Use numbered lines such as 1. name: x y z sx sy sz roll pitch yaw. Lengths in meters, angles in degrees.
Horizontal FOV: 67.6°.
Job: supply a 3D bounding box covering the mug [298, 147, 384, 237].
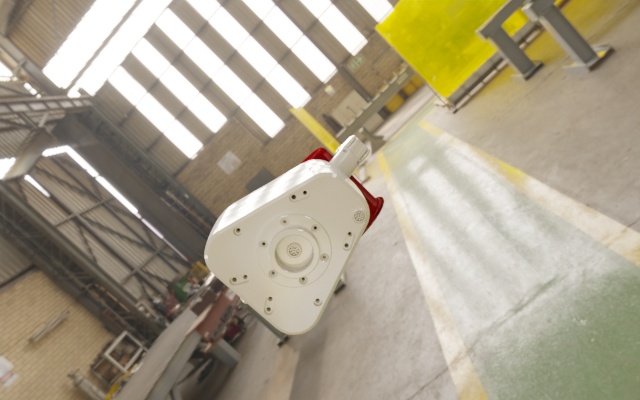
1. mug: 0.000 0.001 0.482 0.081 0.093 0.117 44 1 -8
